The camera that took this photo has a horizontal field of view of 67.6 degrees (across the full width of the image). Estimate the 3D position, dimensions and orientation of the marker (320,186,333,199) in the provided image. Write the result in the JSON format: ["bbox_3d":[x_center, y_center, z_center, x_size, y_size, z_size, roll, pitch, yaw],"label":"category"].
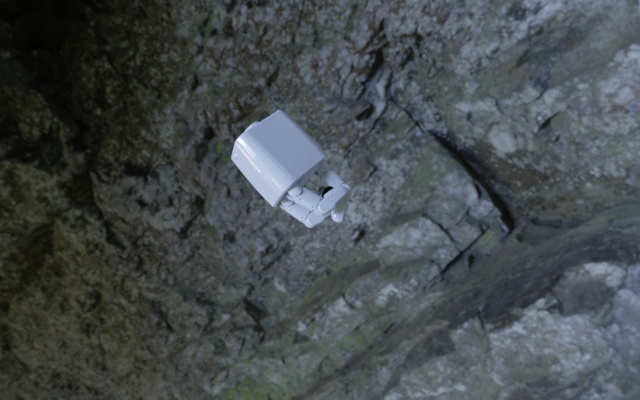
[{"bbox_3d":[0.000,0.003,0.783,0.020,0.020,0.121,0,-17,-16],"label":"marker"}]
